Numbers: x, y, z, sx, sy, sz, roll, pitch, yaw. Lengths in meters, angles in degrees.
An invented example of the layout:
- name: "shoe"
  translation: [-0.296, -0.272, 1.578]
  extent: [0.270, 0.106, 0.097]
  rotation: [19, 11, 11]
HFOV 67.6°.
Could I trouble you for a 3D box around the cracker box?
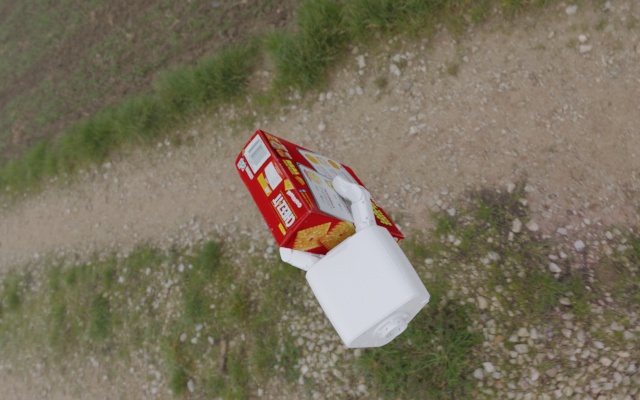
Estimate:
- name: "cracker box"
  translation: [0.000, 0.002, 0.678]
  extent: [0.214, 0.072, 0.164]
  rotation: [18, 30, -48]
